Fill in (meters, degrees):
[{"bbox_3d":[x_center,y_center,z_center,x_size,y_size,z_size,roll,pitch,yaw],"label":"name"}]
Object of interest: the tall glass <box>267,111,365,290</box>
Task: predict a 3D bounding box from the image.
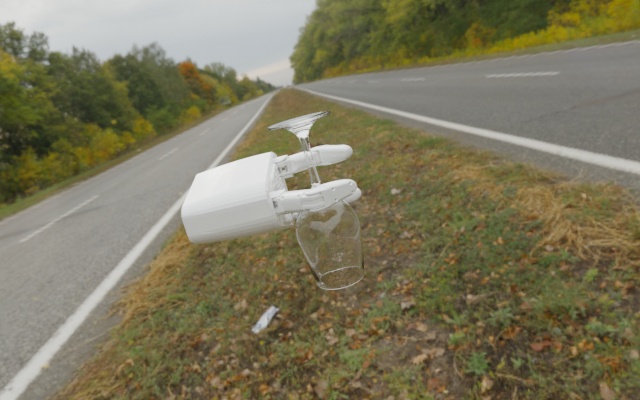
[{"bbox_3d":[0.000,0.001,0.564,0.079,0.201,0.079,-14,14,4],"label":"tall glass"}]
